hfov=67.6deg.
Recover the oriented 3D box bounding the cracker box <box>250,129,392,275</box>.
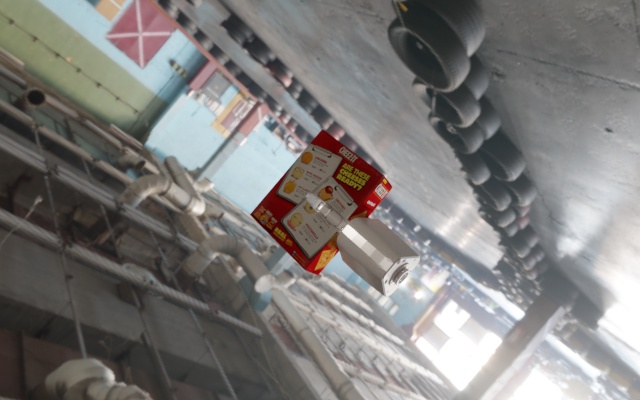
[{"bbox_3d":[0.000,0.003,0.881,0.164,0.213,0.072,41,1,28],"label":"cracker box"}]
